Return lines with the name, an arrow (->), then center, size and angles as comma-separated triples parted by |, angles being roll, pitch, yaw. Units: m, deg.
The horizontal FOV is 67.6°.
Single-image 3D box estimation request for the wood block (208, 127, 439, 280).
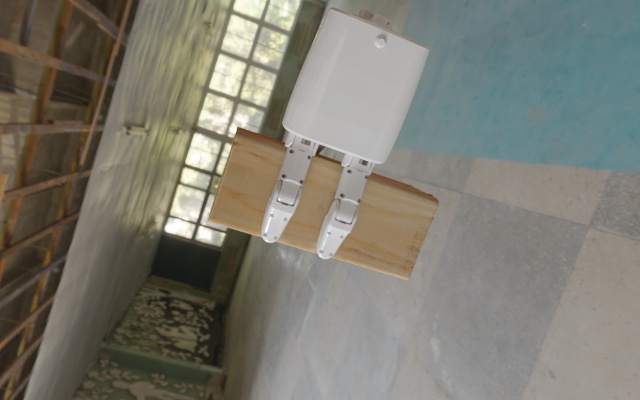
wood block -> 0.000, 0.001, 0.492 | 0.206, 0.090, 0.091 | 18, 8, -13
